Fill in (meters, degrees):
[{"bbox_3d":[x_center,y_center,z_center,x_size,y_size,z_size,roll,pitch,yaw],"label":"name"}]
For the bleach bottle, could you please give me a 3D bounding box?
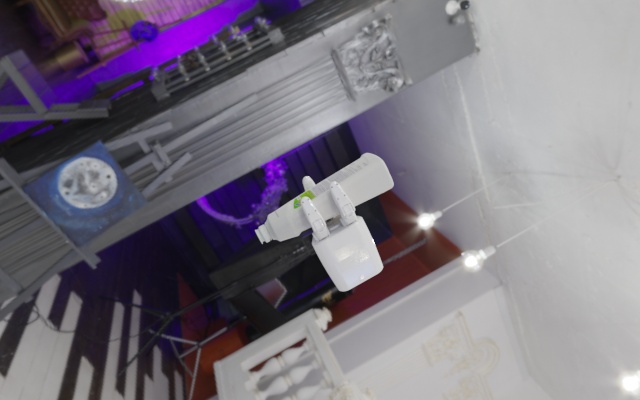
[{"bbox_3d":[0.000,0.003,0.852,0.251,0.068,0.102,-28,16,-5],"label":"bleach bottle"}]
